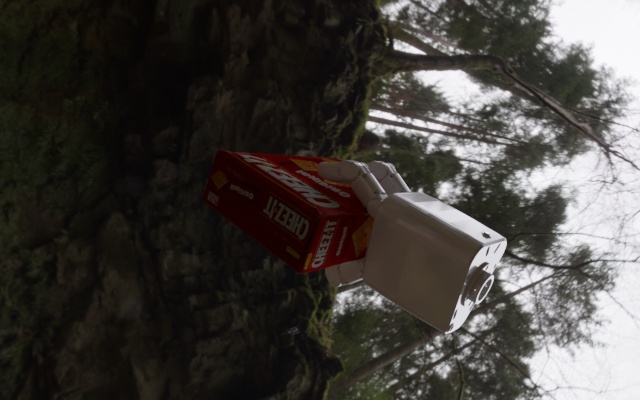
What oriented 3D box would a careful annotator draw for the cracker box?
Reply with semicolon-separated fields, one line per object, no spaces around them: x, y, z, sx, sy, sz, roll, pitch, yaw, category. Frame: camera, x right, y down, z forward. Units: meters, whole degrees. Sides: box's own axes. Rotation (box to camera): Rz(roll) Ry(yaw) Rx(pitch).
0.000;0.002;0.564;0.164;0.072;0.213;31;20;34;cracker box
